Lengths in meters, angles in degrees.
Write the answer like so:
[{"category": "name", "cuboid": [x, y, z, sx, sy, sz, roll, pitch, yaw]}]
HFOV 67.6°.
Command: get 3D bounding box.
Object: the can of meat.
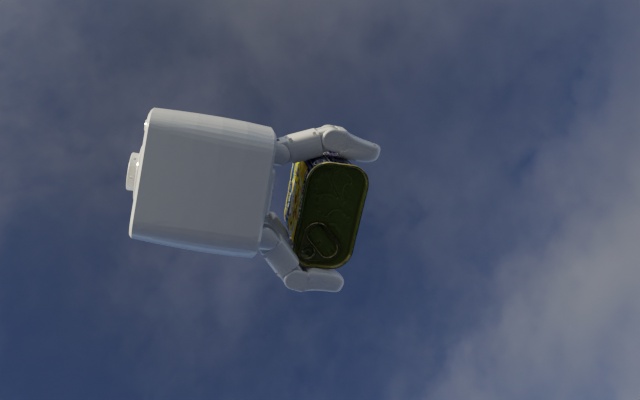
[{"category": "can of meat", "cuboid": [0.000, 0.001, 0.463, 0.057, 0.102, 0.084, 6, 19, -16]}]
